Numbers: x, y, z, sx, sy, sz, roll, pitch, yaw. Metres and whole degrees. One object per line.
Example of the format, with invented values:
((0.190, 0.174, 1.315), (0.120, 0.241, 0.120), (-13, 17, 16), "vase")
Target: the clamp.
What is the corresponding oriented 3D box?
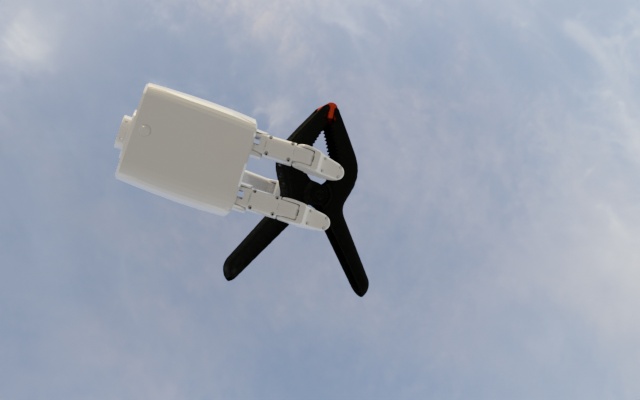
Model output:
((0.000, 0.001, 0.517), (0.164, 0.210, 0.036), (19, -10, -24), "clamp")
